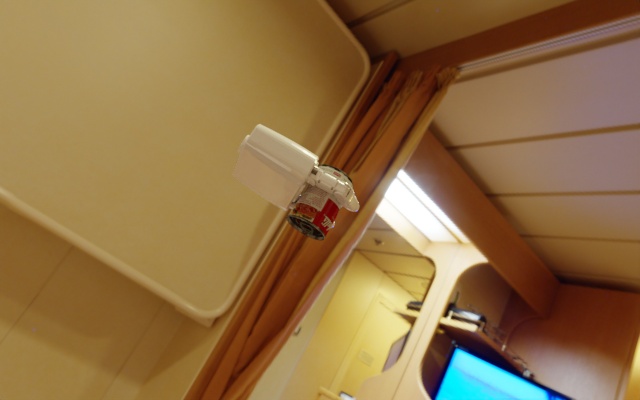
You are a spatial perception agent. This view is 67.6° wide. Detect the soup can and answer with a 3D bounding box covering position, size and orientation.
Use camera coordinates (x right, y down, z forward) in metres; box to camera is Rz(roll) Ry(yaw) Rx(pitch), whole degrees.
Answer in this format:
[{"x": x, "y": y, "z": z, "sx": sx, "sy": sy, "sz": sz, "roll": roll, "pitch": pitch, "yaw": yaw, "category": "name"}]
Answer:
[{"x": 0.001, "y": 0.002, "z": 0.755, "sx": 0.068, "sy": 0.102, "sz": 0.068, "roll": 26, "pitch": -20, "yaw": 11, "category": "soup can"}]
